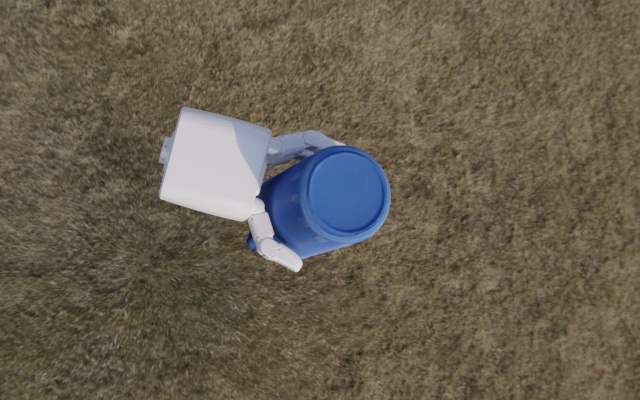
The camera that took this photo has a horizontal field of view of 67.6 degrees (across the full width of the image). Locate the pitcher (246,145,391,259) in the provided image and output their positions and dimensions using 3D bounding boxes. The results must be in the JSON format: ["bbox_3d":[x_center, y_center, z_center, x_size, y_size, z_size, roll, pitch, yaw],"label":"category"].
[{"bbox_3d":[0.000,0.002,0.619,0.145,0.149,0.243,14,-12,-16],"label":"pitcher"}]
